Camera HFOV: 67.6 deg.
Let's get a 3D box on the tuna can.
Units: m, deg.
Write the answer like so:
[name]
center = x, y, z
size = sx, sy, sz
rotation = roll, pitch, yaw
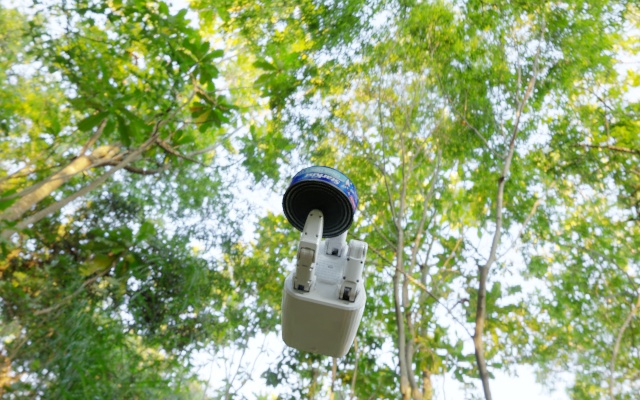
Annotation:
[tuna can]
center = 0.000, 0.001, 0.559
size = 0.086, 0.086, 0.033
rotation = 0, 37, 17
